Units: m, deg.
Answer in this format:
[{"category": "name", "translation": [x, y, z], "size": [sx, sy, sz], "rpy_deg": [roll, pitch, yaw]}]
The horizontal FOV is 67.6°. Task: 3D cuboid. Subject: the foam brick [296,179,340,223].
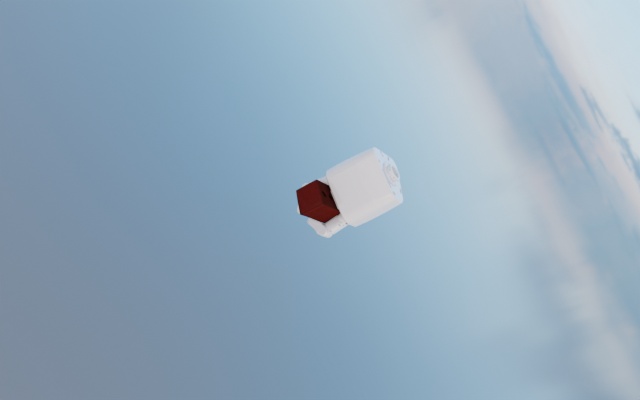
[{"category": "foam brick", "translation": [0.000, 0.003, 0.888], "size": [0.051, 0.053, 0.078], "rpy_deg": [-27, -28, 27]}]
